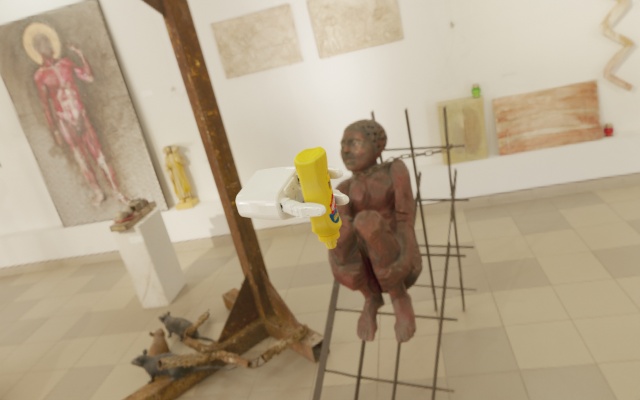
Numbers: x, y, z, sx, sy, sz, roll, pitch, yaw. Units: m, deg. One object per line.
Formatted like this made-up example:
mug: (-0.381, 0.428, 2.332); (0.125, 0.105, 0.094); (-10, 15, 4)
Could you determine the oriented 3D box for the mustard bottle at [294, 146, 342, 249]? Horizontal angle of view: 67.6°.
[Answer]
mustard bottle: (0.000, 0.003, 0.889); (0.058, 0.192, 0.096); (-10, 21, 9)
